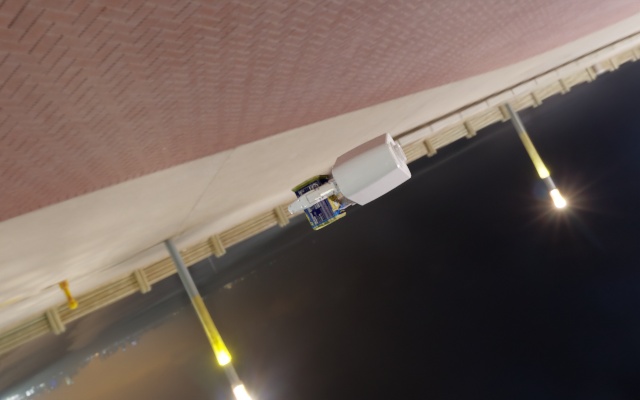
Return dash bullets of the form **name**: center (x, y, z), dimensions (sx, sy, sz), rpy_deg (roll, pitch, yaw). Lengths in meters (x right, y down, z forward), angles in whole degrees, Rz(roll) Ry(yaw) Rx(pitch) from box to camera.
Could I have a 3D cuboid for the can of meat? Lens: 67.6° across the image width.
- **can of meat**: center (0.000, 0.003, 0.865), dimensions (0.057, 0.084, 0.102), rpy_deg (-28, -4, 14)
